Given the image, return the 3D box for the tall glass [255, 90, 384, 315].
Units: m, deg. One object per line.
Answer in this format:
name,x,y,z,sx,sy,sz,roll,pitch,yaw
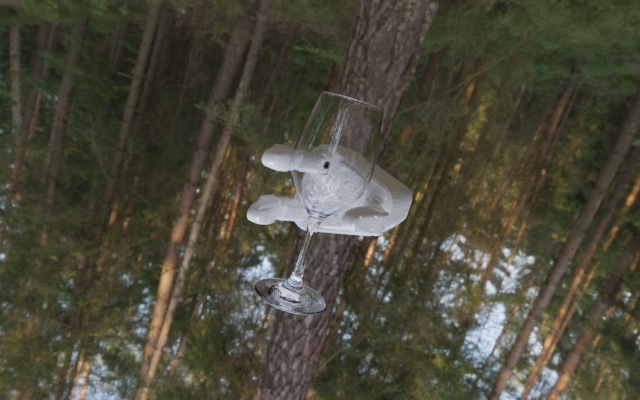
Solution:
tall glass,0.000,0.002,0.455,0.079,0.201,0.079,17,11,-3
